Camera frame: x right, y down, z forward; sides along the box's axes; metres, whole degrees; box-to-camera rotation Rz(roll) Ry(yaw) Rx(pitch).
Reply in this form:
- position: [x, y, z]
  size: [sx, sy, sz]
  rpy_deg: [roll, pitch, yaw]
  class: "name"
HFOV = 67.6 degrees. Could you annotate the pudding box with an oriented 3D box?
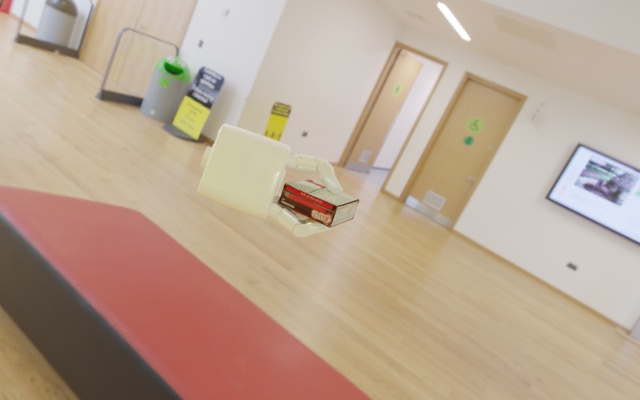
- position: [0.000, 0.002, 0.728]
  size: [0.090, 0.039, 0.113]
  rpy_deg: [25, 15, 18]
  class: "pudding box"
